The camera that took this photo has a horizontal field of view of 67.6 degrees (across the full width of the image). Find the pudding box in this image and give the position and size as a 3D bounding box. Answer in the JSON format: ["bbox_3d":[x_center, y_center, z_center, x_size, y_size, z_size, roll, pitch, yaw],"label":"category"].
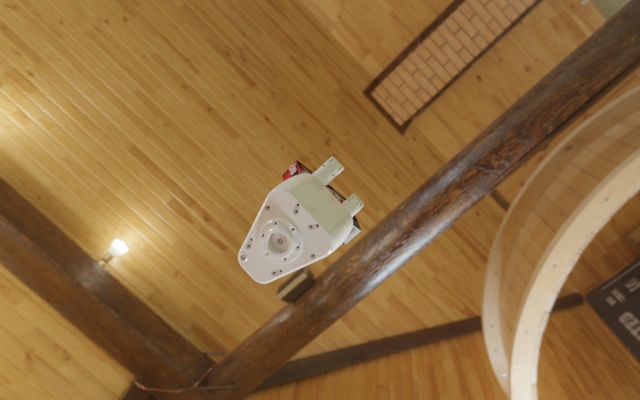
[{"bbox_3d":[0.000,0.002,0.681,0.113,0.039,0.090,39,17,-25],"label":"pudding box"}]
